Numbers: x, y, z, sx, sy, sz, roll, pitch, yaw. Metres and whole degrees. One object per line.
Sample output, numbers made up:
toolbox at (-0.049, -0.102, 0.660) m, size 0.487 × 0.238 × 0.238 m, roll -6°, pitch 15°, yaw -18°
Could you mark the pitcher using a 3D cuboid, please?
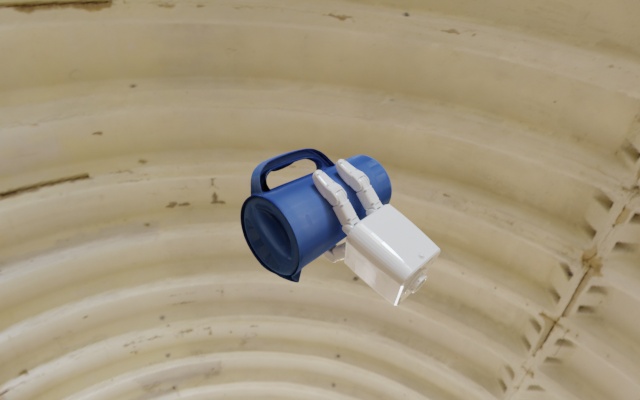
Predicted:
pitcher at (0.000, 0.003, 0.764) m, size 0.242 × 0.149 × 0.145 m, roll -29°, pitch 60°, yaw -38°
